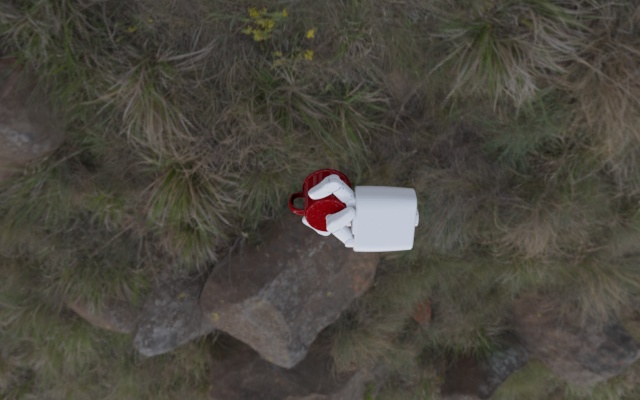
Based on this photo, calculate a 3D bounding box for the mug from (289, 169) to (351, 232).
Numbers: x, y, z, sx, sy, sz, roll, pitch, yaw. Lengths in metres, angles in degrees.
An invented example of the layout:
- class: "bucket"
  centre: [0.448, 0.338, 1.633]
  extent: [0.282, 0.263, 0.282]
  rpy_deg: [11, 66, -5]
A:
- class: "mug"
  centre: [-0.001, 0.003, 0.873]
  extent: [0.117, 0.093, 0.081]
  rpy_deg: [-1, 41, 0]
